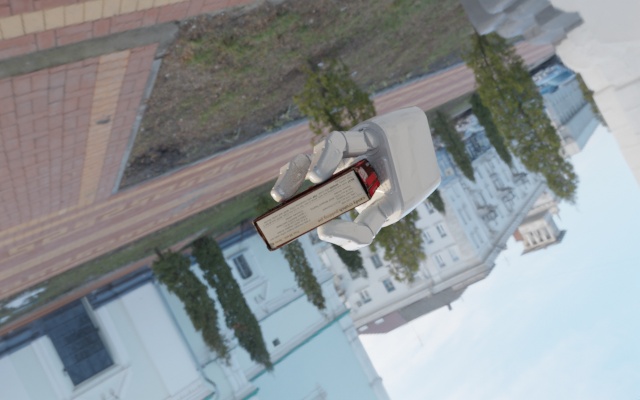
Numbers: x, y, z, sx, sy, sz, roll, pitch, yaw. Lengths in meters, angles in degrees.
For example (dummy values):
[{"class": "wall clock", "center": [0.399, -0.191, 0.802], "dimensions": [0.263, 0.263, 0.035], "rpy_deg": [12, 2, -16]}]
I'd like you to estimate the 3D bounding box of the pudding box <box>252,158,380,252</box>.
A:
[{"class": "pudding box", "center": [0.000, 0.002, 0.472], "dimensions": [0.113, 0.039, 0.090], "rpy_deg": [-30, 2, 16]}]
